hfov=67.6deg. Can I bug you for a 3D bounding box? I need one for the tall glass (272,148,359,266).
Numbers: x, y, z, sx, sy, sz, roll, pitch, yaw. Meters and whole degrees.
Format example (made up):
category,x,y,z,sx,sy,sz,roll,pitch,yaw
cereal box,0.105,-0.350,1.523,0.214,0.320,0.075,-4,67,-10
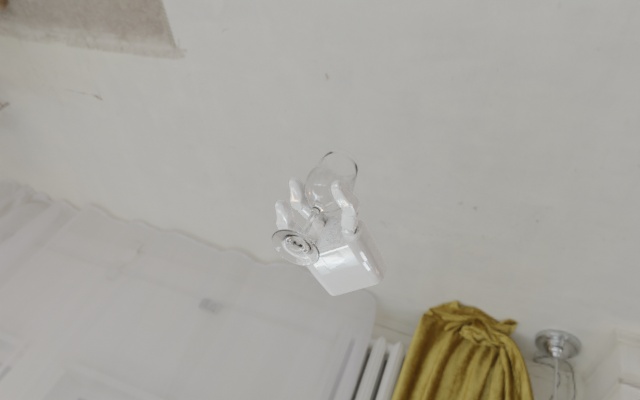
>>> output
category,x,y,z,sx,sy,sz,roll,pitch,yaw
tall glass,0.000,0.003,0.741,0.079,0.079,0.201,0,42,29
